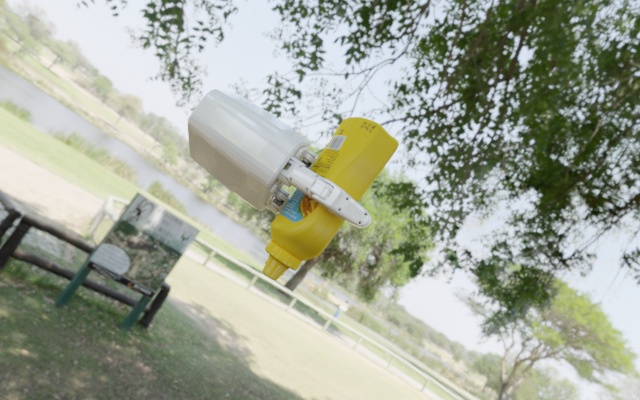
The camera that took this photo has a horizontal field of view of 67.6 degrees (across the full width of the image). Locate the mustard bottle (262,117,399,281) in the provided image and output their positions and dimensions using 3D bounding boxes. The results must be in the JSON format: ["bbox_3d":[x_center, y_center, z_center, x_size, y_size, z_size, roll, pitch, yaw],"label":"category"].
[{"bbox_3d":[0.001,0.002,0.511,0.058,0.191,0.096,38,-6,-24],"label":"mustard bottle"}]
